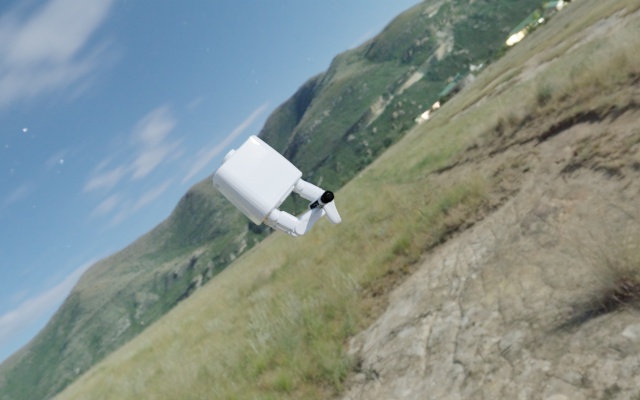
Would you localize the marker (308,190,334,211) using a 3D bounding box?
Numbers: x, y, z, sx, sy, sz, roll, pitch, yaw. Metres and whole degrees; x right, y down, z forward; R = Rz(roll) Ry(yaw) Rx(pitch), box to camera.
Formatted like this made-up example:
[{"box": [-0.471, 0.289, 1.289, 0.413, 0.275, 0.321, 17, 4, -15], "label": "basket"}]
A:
[{"box": [0.000, 0.003, 0.770, 0.020, 0.020, 0.121, 0, -9, -12], "label": "marker"}]
